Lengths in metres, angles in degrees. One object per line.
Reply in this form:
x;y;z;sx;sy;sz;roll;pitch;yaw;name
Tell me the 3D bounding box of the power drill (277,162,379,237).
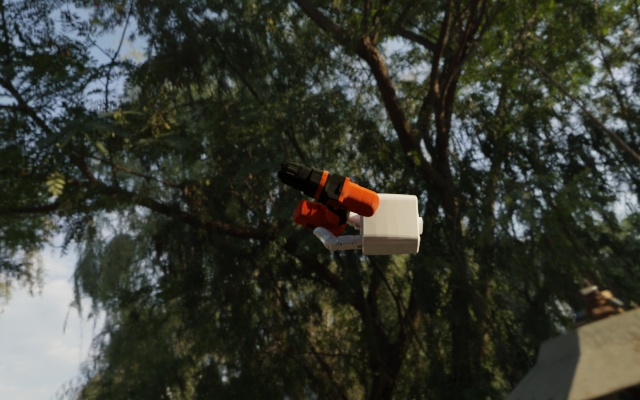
0.000;0.003;0.887;0.184;0.057;0.188;23;-21;-3;power drill
